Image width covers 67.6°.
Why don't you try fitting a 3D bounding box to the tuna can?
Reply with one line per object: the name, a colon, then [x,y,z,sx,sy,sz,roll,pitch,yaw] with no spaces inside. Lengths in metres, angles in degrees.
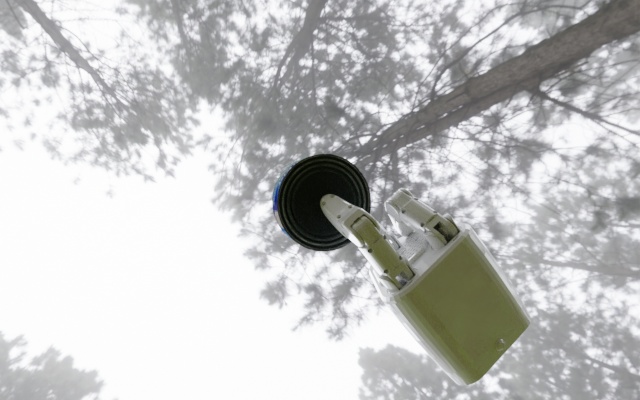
tuna can: [0.000,0.001,0.433,0.086,0.086,0.034,0,3,-16]
